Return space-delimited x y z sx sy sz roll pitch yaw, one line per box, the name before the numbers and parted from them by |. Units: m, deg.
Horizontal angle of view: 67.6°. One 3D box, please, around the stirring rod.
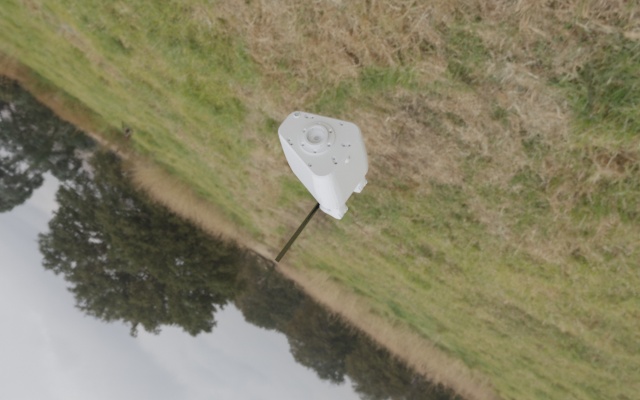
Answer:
stirring rod | 0.000 0.002 0.788 0.011 0.239 0.011 35 -13 9
